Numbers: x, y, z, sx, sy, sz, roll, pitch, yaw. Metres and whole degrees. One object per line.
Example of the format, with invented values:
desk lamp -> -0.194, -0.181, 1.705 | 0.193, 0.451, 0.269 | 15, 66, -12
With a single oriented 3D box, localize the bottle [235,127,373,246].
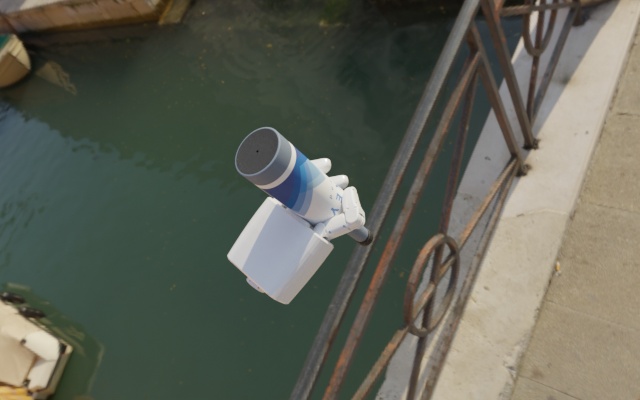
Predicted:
bottle -> 0.000, 0.002, 0.671 | 0.069, 0.069, 0.296 | 0, -24, 34
